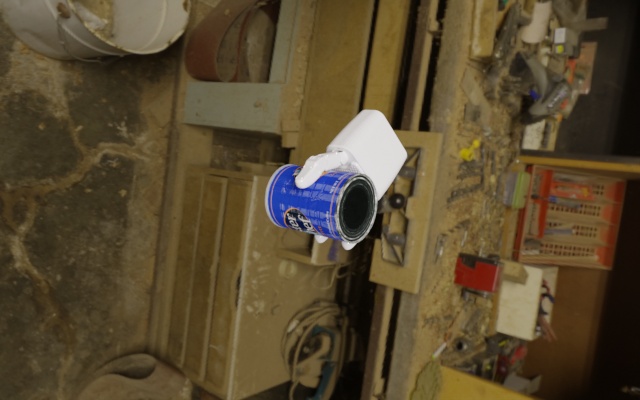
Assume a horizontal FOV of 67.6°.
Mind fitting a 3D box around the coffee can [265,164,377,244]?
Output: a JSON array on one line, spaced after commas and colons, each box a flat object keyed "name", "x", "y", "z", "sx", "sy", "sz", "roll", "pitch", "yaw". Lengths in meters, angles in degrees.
[{"name": "coffee can", "x": 0.000, "y": 0.002, "z": 0.727, "sx": 0.140, "sy": 0.103, "sz": 0.103, "roll": 10, "pitch": 6, "yaw": 38}]
